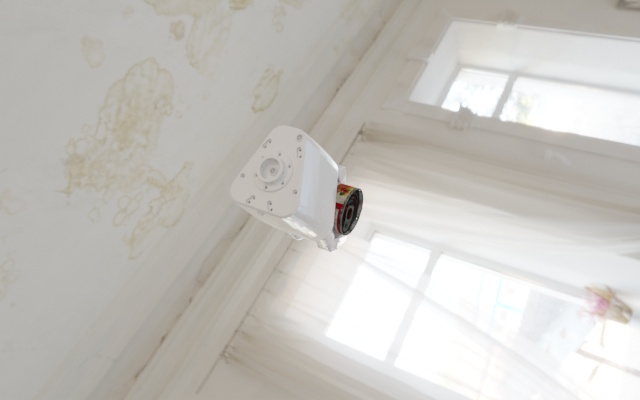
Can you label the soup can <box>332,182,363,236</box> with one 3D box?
[{"bbox_3d":[0.000,0.002,0.673,0.102,0.068,0.068,17,7,24],"label":"soup can"}]
